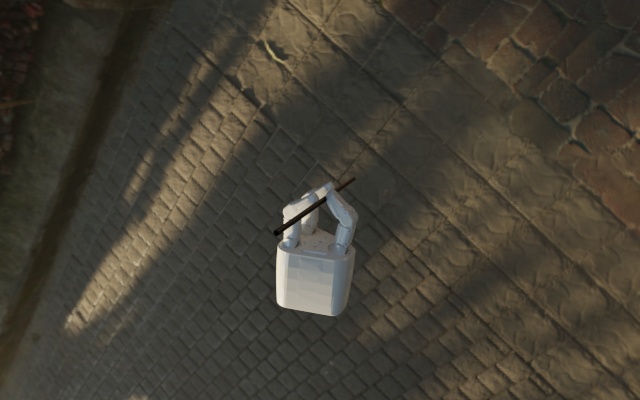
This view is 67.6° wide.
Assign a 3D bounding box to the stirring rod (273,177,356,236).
[{"bbox_3d":[0.000,0.002,0.684,0.011,0.011,0.239,0,18,28],"label":"stirring rod"}]
